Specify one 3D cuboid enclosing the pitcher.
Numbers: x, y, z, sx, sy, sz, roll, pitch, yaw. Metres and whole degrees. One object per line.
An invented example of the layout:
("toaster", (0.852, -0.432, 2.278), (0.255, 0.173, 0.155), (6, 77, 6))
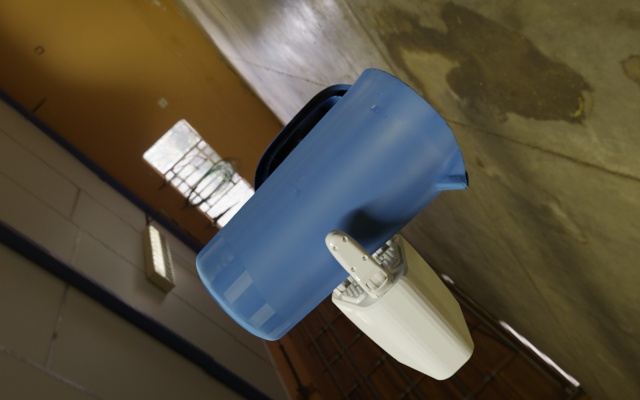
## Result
("pitcher", (0.000, 0.002, 0.448), (0.243, 0.145, 0.149), (-45, 11, -2))
